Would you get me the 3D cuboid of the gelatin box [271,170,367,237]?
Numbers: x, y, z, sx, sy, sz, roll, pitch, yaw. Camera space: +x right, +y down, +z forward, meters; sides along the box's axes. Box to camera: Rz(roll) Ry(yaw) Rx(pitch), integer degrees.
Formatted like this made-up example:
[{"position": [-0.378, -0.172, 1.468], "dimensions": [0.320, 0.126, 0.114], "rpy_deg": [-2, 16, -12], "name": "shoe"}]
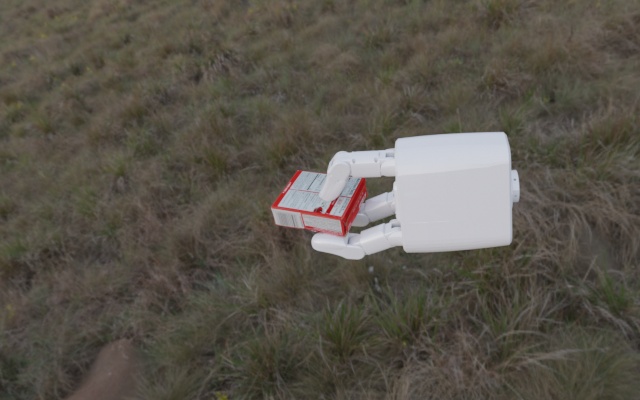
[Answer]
[{"position": [0.000, 0.001, 0.542], "dimensions": [0.089, 0.030, 0.073], "rpy_deg": [9, 42, 22], "name": "gelatin box"}]
